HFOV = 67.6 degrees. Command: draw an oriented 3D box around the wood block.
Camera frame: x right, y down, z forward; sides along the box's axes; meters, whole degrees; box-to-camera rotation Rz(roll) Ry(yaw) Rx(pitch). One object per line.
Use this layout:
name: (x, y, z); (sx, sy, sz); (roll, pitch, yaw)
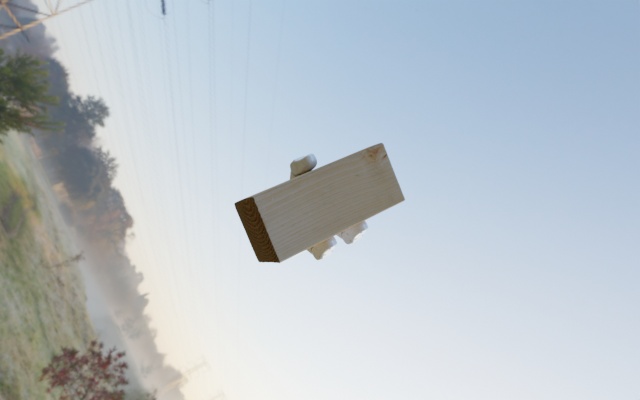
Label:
wood block: (0.000, 0.002, 0.662); (0.206, 0.091, 0.090); (-25, 5, -26)
